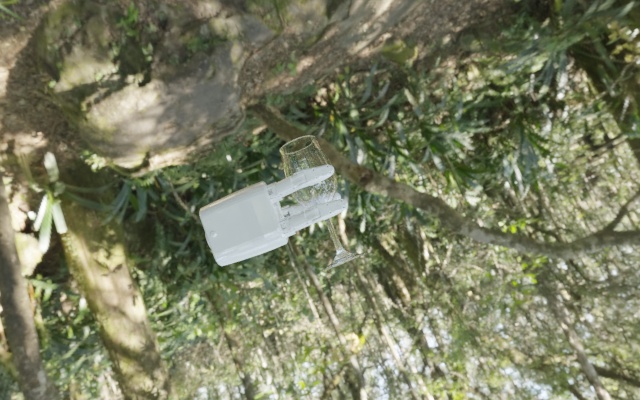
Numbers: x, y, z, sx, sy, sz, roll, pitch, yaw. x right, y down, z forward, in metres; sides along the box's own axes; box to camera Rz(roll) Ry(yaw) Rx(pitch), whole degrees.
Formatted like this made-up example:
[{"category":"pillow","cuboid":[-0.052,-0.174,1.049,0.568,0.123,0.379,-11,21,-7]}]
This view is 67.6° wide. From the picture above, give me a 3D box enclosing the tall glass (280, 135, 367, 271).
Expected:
[{"category":"tall glass","cuboid":[0.001,0.003,0.738,0.079,0.201,0.079,-21,-9,-3]}]
